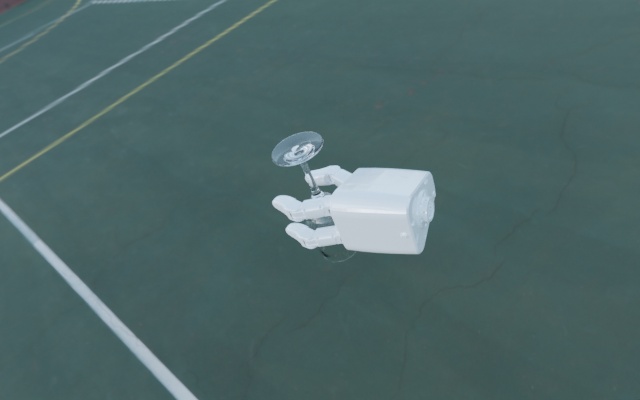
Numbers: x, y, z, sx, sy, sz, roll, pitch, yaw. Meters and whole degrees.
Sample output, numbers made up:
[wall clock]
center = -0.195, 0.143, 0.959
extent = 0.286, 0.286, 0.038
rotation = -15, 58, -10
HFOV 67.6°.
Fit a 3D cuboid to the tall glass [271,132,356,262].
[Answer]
[tall glass]
center = 0.000, 0.002, 0.701
extent = 0.079, 0.201, 0.079
rotation = -14, 38, 12
